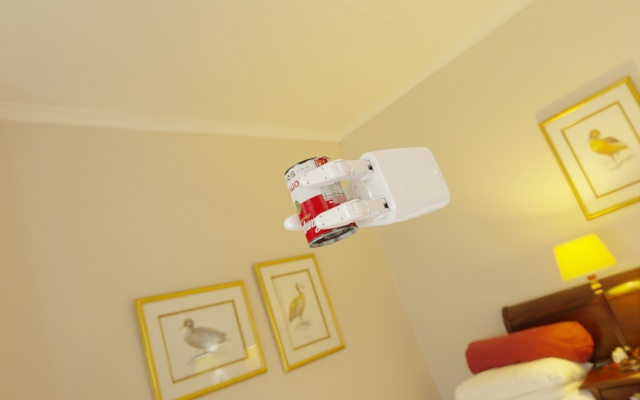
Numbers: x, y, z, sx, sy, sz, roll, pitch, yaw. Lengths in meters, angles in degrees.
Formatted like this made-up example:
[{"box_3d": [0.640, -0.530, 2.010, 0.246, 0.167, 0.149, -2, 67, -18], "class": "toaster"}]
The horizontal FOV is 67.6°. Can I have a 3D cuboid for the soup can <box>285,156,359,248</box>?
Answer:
[{"box_3d": [0.000, 0.002, 0.620, 0.068, 0.102, 0.068, -19, -15, -5], "class": "soup can"}]
